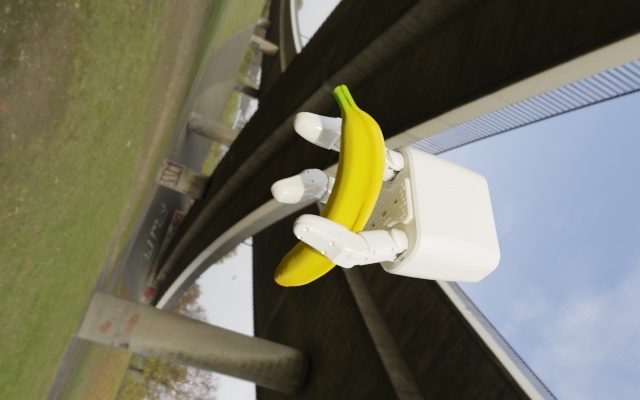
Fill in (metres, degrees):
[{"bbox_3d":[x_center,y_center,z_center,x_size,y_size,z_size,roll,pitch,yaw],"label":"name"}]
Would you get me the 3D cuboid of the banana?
[{"bbox_3d":[0.011,0.008,0.410,0.037,0.198,0.069,2,29,-38],"label":"banana"}]
